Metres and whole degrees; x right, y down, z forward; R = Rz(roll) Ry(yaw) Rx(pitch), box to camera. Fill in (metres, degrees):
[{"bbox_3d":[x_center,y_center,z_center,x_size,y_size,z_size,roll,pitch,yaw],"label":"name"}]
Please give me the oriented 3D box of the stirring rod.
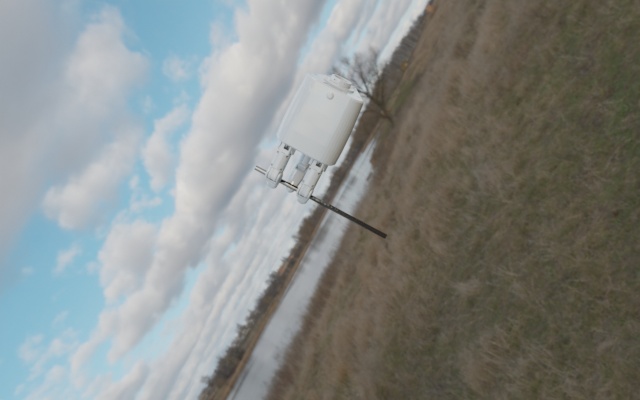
[{"bbox_3d":[0.000,0.003,0.778,0.239,0.011,0.011,28,0,1],"label":"stirring rod"}]
